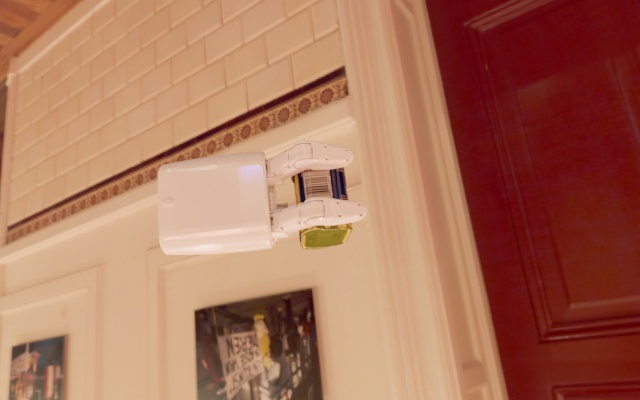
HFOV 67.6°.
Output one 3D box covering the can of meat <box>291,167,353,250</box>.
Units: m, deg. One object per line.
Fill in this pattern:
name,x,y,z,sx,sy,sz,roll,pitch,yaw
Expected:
can of meat,0.000,0.002,0.509,0.057,0.084,0.102,-5,-16,-4
